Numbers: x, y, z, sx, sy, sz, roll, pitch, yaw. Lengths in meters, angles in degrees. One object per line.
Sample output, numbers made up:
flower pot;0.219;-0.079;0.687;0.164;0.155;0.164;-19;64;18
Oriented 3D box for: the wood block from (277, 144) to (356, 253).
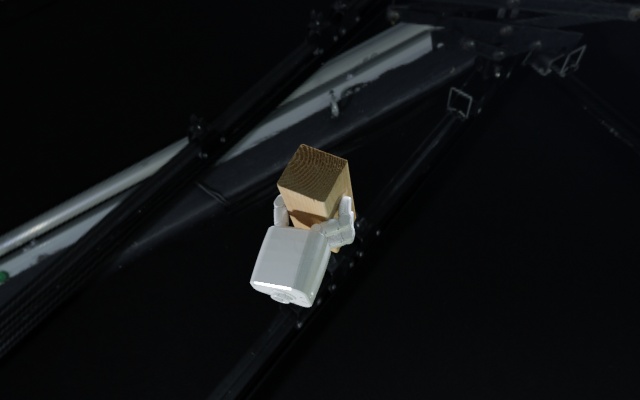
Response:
wood block;0.000;0.003;0.865;0.091;0.090;0.206;21;-23;18
